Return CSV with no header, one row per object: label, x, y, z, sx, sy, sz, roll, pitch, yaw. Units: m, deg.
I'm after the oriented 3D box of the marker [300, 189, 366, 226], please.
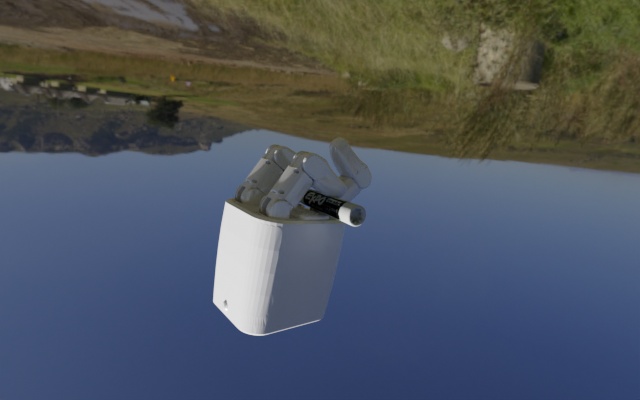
marker,0.000,0.001,0.456,0.020,0.020,0.121,0,11,-32
